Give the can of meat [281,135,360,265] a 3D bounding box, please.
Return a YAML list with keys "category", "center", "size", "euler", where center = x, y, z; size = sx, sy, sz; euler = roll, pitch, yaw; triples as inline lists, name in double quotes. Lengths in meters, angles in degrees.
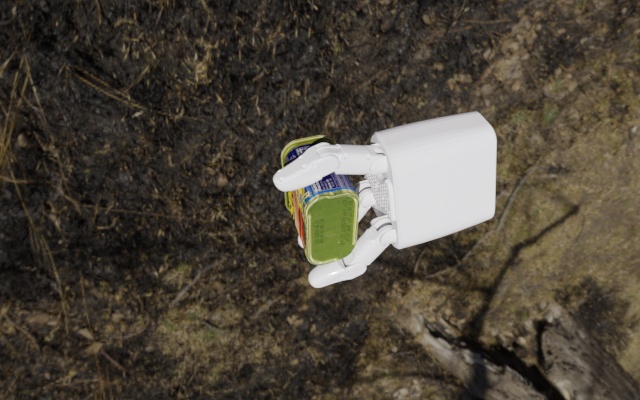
- category: "can of meat"
  center: [0.000, 0.002, 0.476]
  size: [0.057, 0.102, 0.084]
  euler: [-12, 46, -11]
